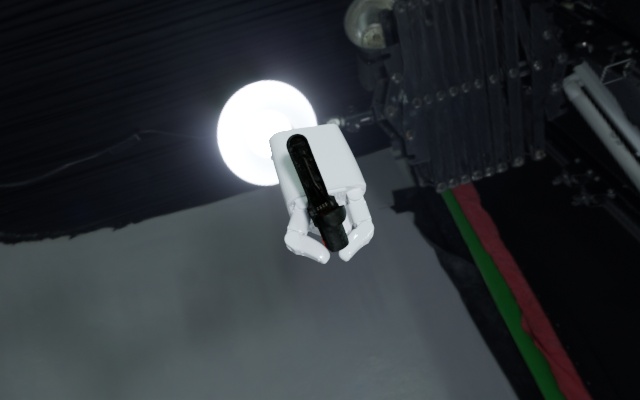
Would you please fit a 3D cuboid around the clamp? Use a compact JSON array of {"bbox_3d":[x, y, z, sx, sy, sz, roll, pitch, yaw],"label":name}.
[{"bbox_3d":[0.001,0.002,0.558,0.039,0.120,0.171,-18,-24,-5],"label":"clamp"}]
